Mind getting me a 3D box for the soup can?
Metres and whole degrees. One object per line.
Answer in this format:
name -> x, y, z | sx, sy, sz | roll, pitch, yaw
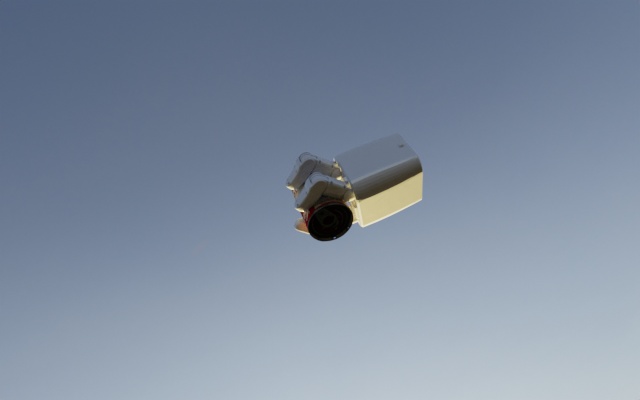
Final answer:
soup can -> 0.000, 0.002, 0.709 | 0.068, 0.068, 0.102 | 0, 36, -21
